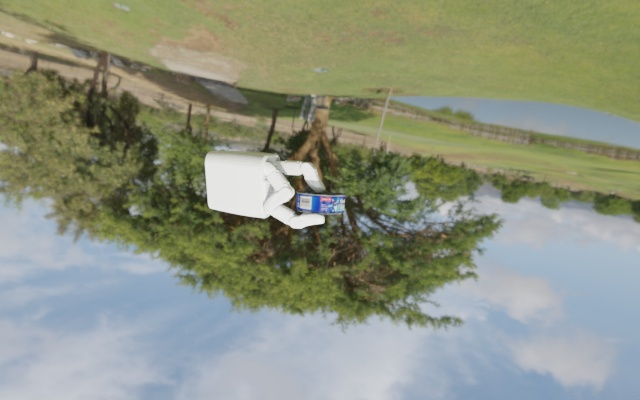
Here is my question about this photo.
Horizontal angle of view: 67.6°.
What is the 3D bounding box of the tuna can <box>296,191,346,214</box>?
[{"bbox_3d":[0.000,0.003,0.836,0.086,0.034,0.086,4,4,0],"label":"tuna can"}]
